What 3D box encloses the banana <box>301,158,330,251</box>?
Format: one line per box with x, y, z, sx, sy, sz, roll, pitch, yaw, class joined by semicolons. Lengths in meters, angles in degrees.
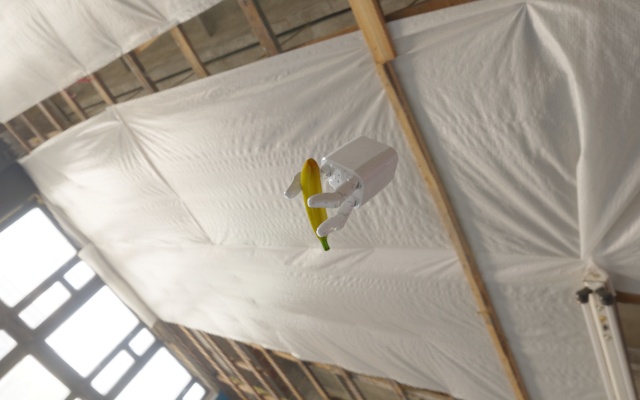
-0.008;-0.002;0.891;0.037;0.198;0.069;-24;34;-18;banana
